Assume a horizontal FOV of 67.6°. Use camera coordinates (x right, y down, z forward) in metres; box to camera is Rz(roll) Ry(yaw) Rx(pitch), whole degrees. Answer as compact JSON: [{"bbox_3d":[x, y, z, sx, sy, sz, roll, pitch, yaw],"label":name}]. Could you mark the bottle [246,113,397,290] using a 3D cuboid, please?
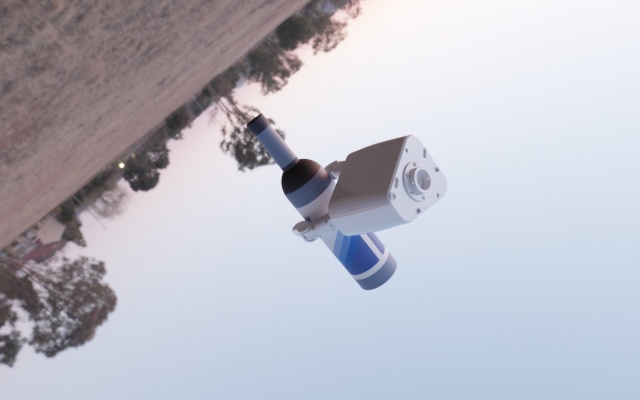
[{"bbox_3d":[0.000,0.002,0.674,0.069,0.296,0.069,-34,19,13],"label":"bottle"}]
